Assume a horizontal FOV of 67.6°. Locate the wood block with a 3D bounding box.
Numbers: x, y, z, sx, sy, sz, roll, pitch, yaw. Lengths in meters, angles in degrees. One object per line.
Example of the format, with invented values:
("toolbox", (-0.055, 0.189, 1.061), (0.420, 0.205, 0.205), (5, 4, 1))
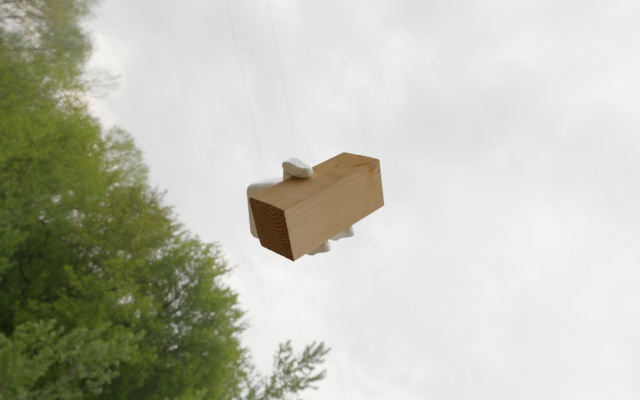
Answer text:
("wood block", (0.000, 0.002, 0.774), (0.206, 0.091, 0.090), (-29, 31, -34))
